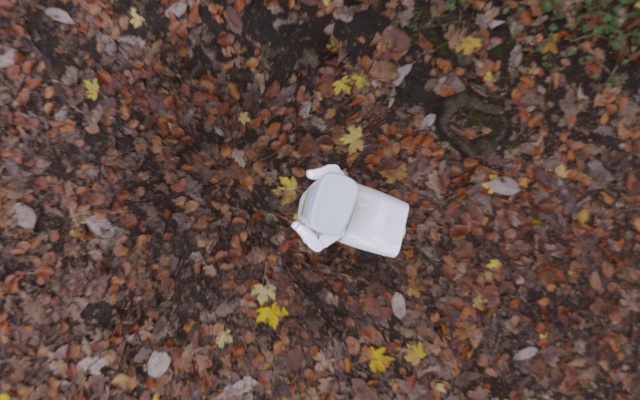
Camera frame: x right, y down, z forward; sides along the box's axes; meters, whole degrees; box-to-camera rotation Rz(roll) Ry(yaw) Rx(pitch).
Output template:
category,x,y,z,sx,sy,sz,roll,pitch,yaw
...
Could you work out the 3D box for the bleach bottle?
category,x,y,z,sx,sy,sz,roll,pitch,yaw
bleach bottle,0.000,0.003,0.874,0.068,0.102,0.251,19,-1,-10
